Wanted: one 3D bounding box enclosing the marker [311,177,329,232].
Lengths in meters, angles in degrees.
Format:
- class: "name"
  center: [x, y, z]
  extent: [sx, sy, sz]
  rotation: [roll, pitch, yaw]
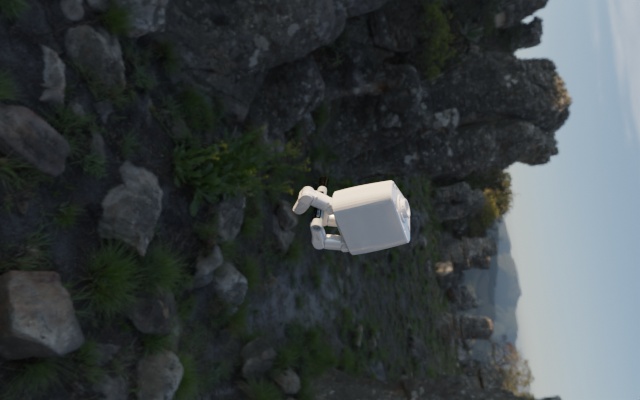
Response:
- class: "marker"
  center: [0.000, 0.003, 0.840]
  extent: [0.020, 0.121, 0.020]
  rotation: [5, -42, 5]
